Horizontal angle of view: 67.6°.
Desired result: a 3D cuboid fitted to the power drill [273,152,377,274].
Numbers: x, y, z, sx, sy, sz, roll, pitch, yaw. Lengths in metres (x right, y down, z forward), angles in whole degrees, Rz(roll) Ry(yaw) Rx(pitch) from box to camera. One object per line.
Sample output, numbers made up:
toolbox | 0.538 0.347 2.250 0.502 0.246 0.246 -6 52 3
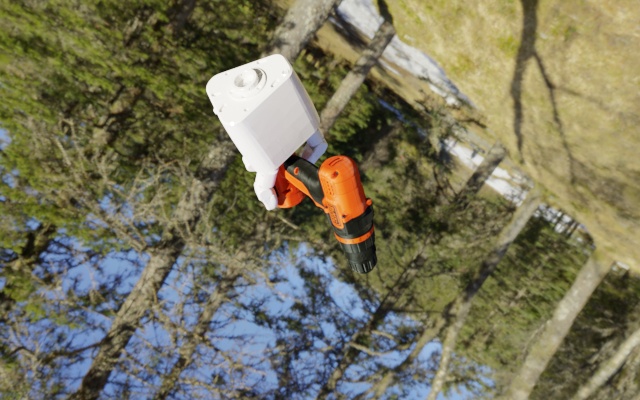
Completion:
power drill | 0.000 0.002 0.666 0.057 0.185 0.187 -35 39 -26
